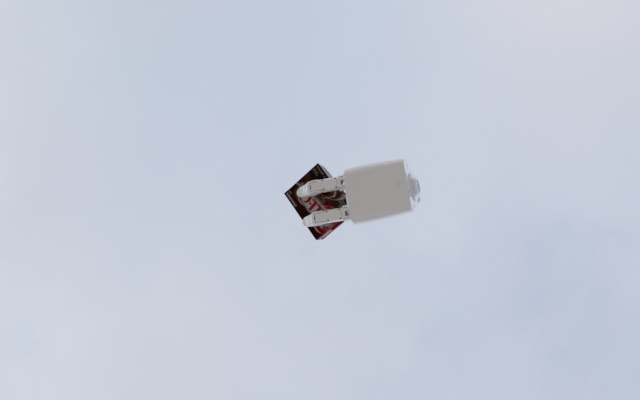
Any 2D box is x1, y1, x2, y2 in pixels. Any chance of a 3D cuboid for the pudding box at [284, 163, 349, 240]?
[{"bbox_3d":[0.000,0.003,0.877,0.090,0.113,0.039,-41,-20,15],"label":"pudding box"}]
